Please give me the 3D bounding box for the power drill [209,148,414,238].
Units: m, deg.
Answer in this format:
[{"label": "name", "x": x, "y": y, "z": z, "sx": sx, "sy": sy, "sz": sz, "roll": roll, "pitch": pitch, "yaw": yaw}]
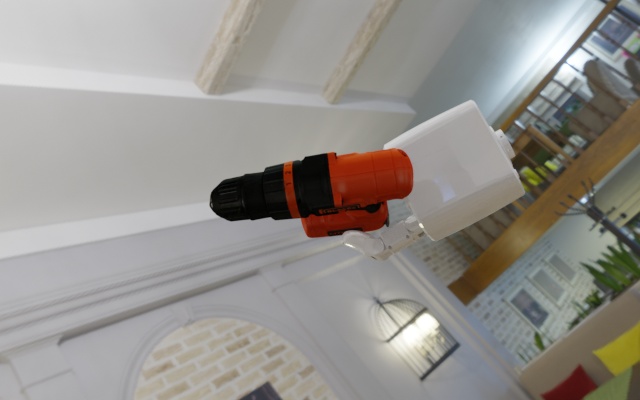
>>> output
[{"label": "power drill", "x": 0.000, "y": 0.002, "z": 0.494, "sx": 0.184, "sy": 0.057, "sz": 0.188, "roll": -7, "pitch": -10, "yaw": 7}]
